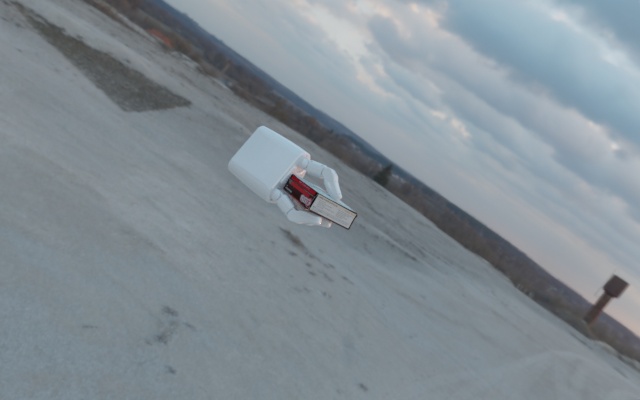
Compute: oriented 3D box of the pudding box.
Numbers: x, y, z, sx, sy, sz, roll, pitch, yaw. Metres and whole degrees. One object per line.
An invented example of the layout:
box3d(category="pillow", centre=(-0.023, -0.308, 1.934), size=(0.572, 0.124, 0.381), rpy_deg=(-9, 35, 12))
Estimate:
box3d(category="pudding box", centre=(0.000, 0.003, 0.852), size=(0.113, 0.039, 0.090), rpy_deg=(25, 9, -42))
